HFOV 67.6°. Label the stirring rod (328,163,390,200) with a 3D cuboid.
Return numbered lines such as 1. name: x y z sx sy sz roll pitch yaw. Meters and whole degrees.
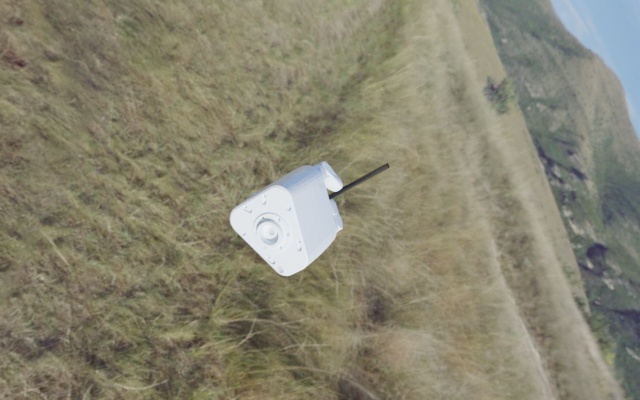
1. stirring rod: 0.000 0.002 0.729 0.239 0.011 0.011 -29 -13 24
